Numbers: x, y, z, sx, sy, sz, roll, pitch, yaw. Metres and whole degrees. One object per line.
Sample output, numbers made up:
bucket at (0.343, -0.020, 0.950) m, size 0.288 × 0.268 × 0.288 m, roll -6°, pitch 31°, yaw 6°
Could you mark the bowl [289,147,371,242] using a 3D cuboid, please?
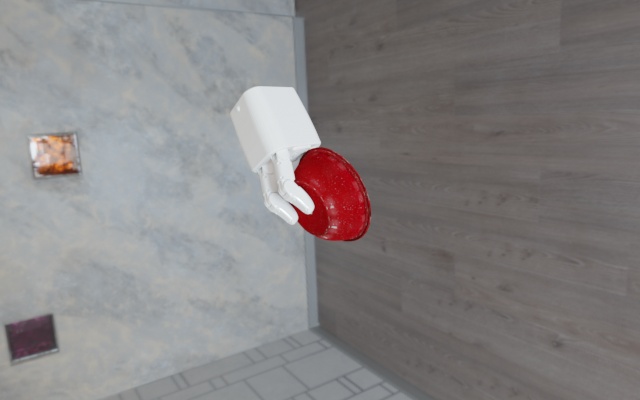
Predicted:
bowl at (0.001, 0.004, 0.736) m, size 0.055 × 0.162 × 0.162 m, roll -30°, pitch 18°, yaw -35°
